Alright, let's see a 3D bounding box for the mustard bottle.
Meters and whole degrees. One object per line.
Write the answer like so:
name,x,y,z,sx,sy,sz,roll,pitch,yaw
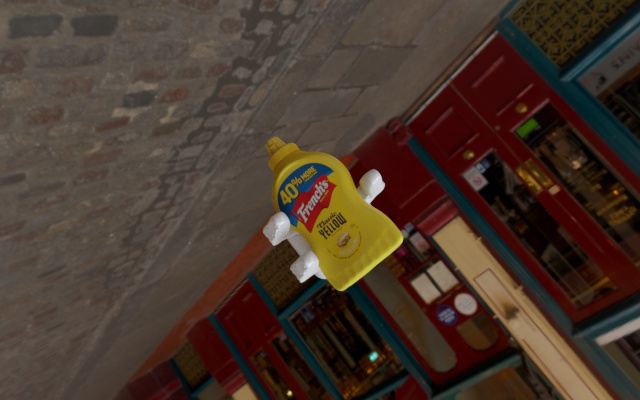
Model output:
mustard bottle,0.000,0.002,0.553,0.096,0.191,0.058,-42,-12,16
